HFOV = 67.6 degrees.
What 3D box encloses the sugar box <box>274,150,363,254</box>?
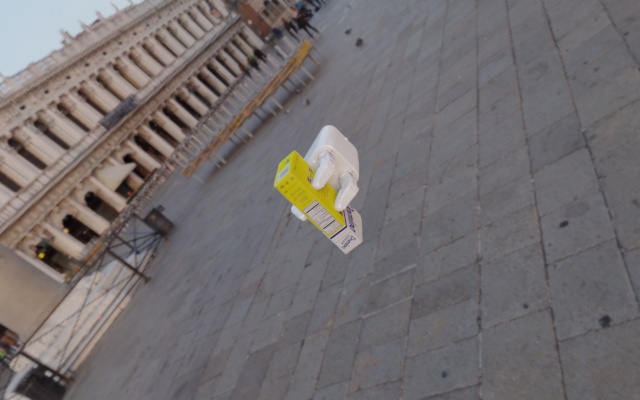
[{"bbox_3d":[0.000,0.002,0.815,0.048,0.176,0.093,-41,20,22],"label":"sugar box"}]
